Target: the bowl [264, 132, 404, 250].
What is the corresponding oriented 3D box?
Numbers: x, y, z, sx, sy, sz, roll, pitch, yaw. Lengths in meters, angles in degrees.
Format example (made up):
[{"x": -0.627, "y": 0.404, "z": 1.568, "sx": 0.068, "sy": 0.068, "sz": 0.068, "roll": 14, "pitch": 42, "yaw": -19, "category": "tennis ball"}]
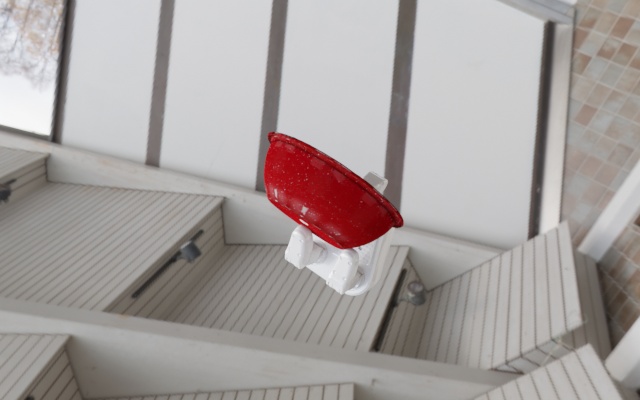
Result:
[{"x": -0.001, "y": 0.001, "z": 0.474, "sx": 0.162, "sy": 0.055, "sz": 0.162, "roll": 34, "pitch": -8, "yaw": 5, "category": "bowl"}]
